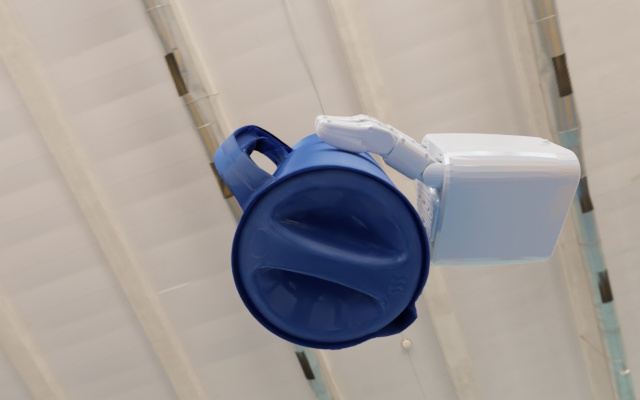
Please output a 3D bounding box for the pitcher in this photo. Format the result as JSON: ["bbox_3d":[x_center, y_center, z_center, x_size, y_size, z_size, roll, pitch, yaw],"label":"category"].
[{"bbox_3d":[0.000,0.001,0.423,0.145,0.149,0.242,-2,17,1],"label":"pitcher"}]
